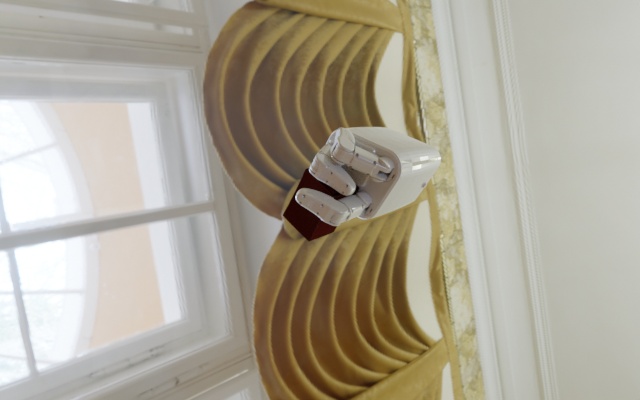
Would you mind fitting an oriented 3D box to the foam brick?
[{"bbox_3d":[0.000,0.002,0.589,0.053,0.078,0.051,45,36,23],"label":"foam brick"}]
